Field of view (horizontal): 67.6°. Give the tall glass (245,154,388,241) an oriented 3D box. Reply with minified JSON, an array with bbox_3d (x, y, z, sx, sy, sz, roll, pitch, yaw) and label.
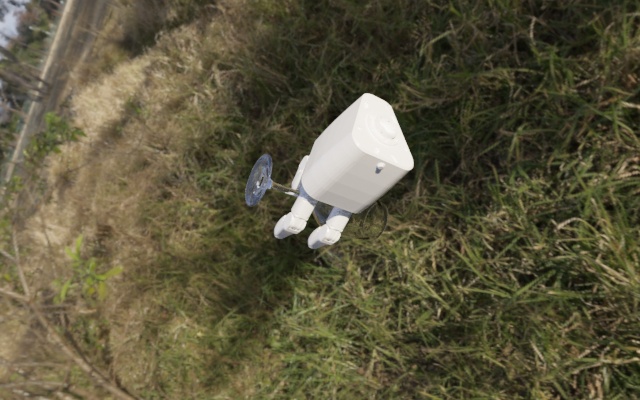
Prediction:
[{"bbox_3d":[-0.001,0.002,0.679,0.201,0.079,0.079,20,-9,-28],"label":"tall glass"}]
